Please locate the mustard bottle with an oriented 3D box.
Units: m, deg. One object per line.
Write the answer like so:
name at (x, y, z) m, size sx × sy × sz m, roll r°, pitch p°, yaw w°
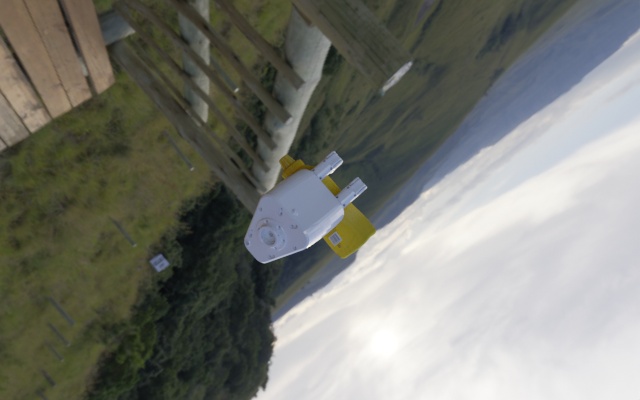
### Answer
mustard bottle at (0.000, 0.003, 0.778) m, size 0.058 × 0.191 × 0.096 m, roll -40°, pitch -3°, yaw -30°
